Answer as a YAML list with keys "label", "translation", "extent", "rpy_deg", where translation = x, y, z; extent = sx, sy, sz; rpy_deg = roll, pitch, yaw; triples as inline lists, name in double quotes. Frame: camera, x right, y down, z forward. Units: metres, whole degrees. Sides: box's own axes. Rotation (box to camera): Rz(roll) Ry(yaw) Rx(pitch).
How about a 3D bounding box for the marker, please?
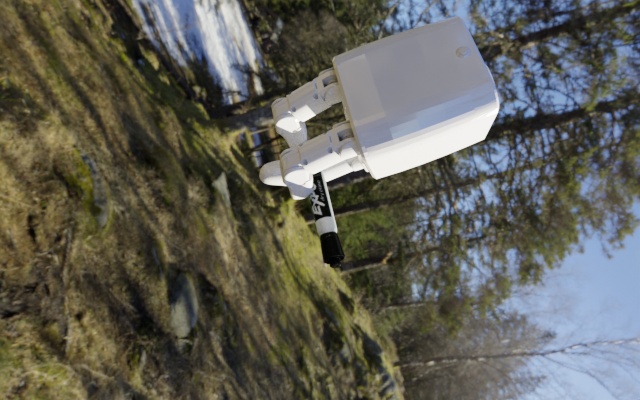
- label: "marker"
  translation: [0.000, 0.001, 0.420]
  extent: [0.020, 0.121, 0.020]
  rpy_deg: [-11, -26, -5]
